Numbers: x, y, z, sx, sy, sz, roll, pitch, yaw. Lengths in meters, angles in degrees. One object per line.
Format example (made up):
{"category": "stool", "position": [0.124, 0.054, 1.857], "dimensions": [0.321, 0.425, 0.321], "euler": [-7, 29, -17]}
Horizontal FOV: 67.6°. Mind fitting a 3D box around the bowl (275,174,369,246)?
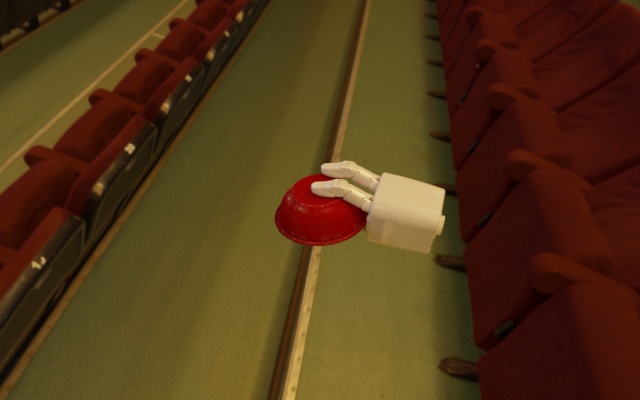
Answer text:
{"category": "bowl", "position": [-0.001, 0.002, 0.797], "dimensions": [0.162, 0.055, 0.162], "euler": [-4, 37, 3]}
